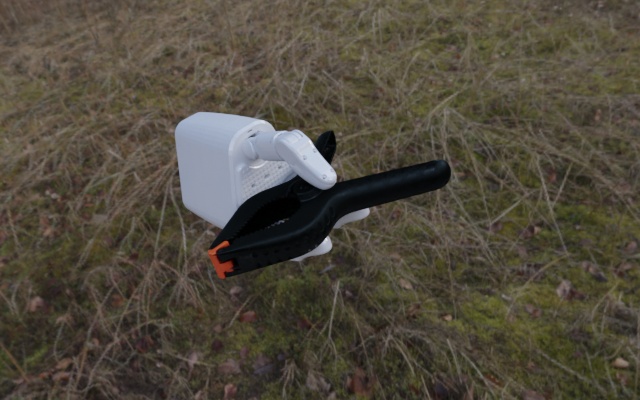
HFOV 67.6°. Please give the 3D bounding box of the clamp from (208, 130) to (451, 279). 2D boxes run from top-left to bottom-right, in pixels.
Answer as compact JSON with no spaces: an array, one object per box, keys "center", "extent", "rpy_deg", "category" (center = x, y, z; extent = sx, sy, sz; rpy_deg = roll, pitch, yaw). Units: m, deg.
[{"center":[-0.001,0.001,0.419],"extent":[0.164,0.036,0.210],"rpy_deg":[16,43,42],"category":"clamp"}]
